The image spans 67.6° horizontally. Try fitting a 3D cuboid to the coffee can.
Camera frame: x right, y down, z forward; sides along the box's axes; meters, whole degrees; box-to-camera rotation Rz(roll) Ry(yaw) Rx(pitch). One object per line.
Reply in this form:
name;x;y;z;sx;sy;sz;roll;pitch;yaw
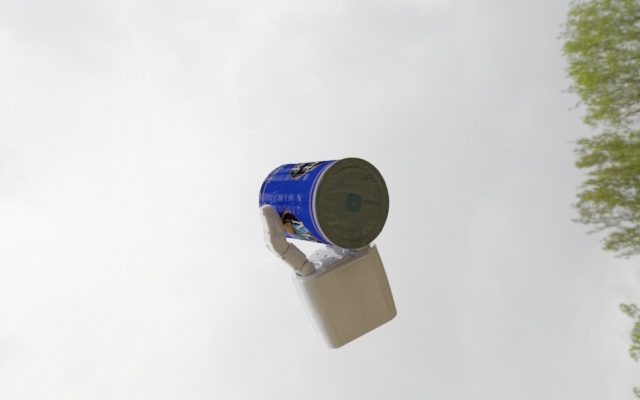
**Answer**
coffee can;0.000;0.002;0.585;0.103;0.103;0.140;0;1;-33
